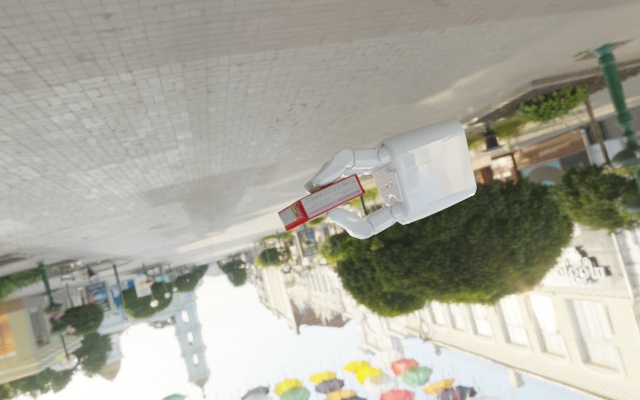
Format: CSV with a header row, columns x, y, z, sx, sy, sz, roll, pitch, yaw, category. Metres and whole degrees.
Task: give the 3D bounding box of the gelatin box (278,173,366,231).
x,y,z,sx,sy,sz,roll,pitch,yaw,category
0.000,0.002,0.590,0.089,0.030,0.073,-26,-1,-27,gelatin box
